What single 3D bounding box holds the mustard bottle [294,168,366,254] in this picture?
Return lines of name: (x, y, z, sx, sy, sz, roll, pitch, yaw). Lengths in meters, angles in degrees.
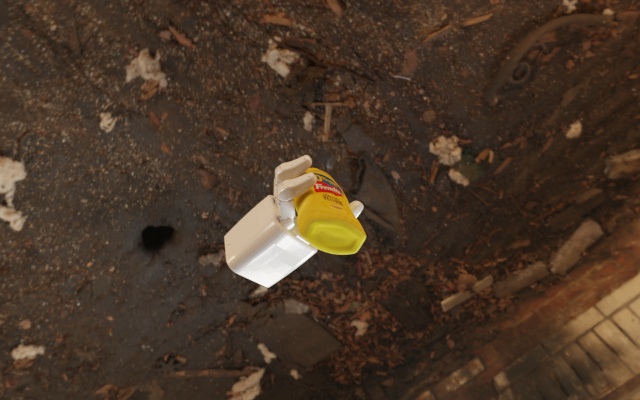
mustard bottle: (0.000, 0.002, 0.734, 0.096, 0.058, 0.191, 18, 25, -23)
